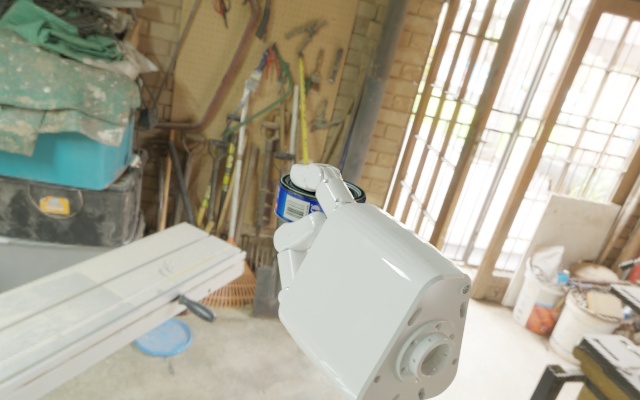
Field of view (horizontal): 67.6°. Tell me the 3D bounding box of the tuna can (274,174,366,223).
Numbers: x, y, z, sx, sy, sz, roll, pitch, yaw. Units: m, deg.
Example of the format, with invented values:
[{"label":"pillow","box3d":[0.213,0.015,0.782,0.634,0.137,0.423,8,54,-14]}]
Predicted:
[{"label":"tuna can","box3d":[0.000,0.001,0.459,0.086,0.034,0.086,10,17,-3]}]
